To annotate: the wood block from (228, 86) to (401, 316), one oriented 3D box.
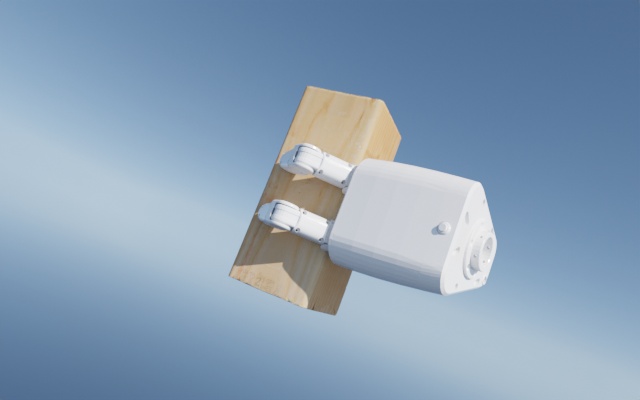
[{"bbox_3d":[0.001,0.002,0.491,0.090,0.206,0.091,17,-11,26],"label":"wood block"}]
